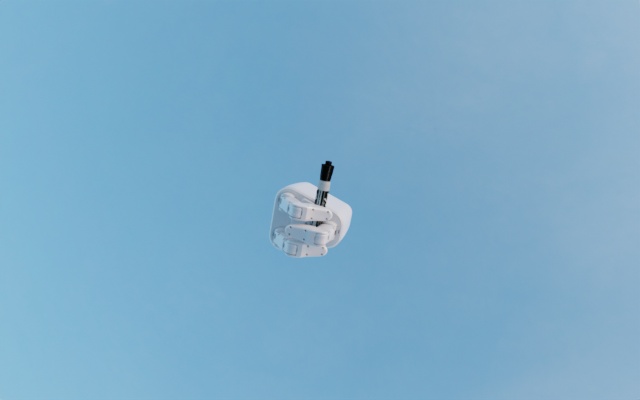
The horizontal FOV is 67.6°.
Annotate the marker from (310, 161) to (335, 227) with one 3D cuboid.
[{"bbox_3d":[0.000,0.002,0.688,0.020,0.121,0.020,11,11,-2],"label":"marker"}]
